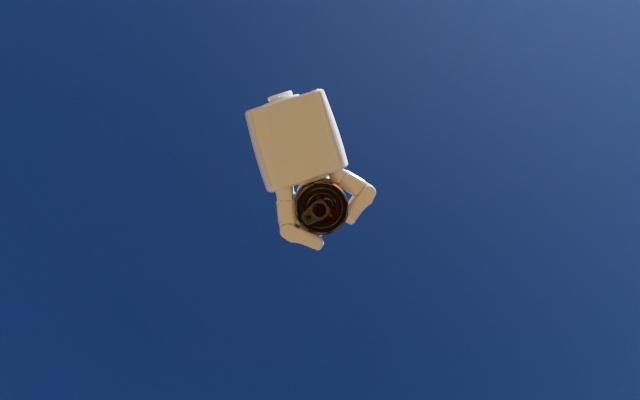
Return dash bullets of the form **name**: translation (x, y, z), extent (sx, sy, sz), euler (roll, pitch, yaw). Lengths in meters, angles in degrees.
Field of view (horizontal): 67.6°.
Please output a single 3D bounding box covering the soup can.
- **soup can**: translation (0.000, 0.003, 0.648), extent (0.068, 0.068, 0.102), euler (0, 10, -2)
